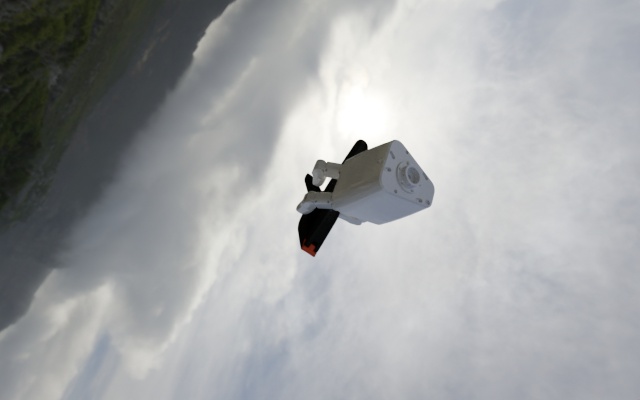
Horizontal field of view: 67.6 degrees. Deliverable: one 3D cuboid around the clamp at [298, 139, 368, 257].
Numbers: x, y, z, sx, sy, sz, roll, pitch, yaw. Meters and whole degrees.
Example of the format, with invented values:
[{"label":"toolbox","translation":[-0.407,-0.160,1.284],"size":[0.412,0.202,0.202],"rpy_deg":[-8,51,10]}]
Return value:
[{"label":"clamp","translation":[0.001,0.003,0.819],"size":[0.036,0.210,0.164],"rpy_deg":[34,-32,-22]}]
